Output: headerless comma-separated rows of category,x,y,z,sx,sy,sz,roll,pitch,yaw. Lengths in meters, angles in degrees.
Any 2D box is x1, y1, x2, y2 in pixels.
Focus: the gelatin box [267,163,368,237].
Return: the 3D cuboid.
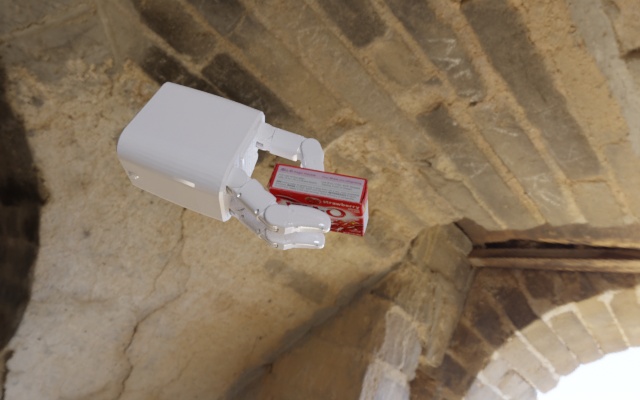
gelatin box,0.001,0.001,0.454,0.089,0.030,0.073,10,-25,11
